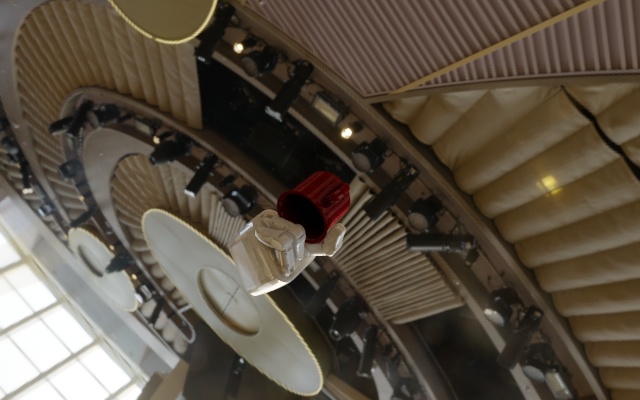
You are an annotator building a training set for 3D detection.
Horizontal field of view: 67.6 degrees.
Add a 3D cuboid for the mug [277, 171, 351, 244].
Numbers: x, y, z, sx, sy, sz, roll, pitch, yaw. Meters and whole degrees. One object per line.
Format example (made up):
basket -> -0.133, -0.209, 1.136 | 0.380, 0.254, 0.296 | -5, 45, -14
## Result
mug -> 0.001, 0.002, 0.730 | 0.117, 0.093, 0.081 | -32, 7, 47
